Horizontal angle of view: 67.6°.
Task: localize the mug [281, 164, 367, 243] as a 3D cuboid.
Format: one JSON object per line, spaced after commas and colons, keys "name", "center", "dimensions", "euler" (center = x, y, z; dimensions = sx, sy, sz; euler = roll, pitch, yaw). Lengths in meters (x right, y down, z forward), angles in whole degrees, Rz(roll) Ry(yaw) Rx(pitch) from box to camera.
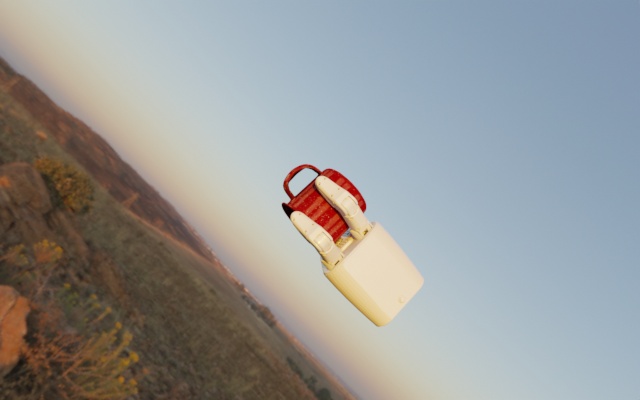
{"name": "mug", "center": [-0.001, 0.001, 0.645], "dimensions": [0.081, 0.117, 0.093], "euler": [-44, 11, -13]}
